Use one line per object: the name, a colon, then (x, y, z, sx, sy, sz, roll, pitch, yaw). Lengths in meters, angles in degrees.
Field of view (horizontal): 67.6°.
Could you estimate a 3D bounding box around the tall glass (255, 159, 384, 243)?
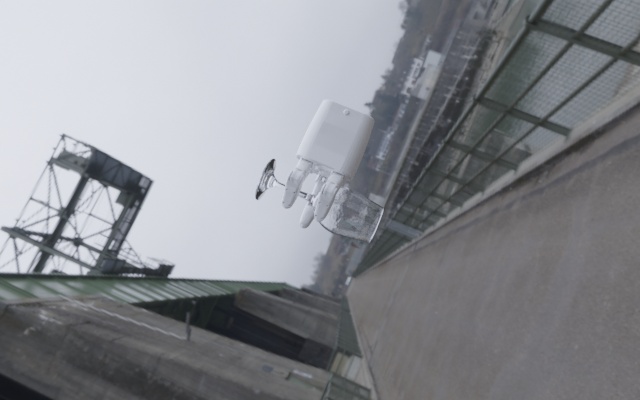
tall glass: (-0.001, 0.002, 0.778, 0.201, 0.079, 0.079, 23, 3, 6)
